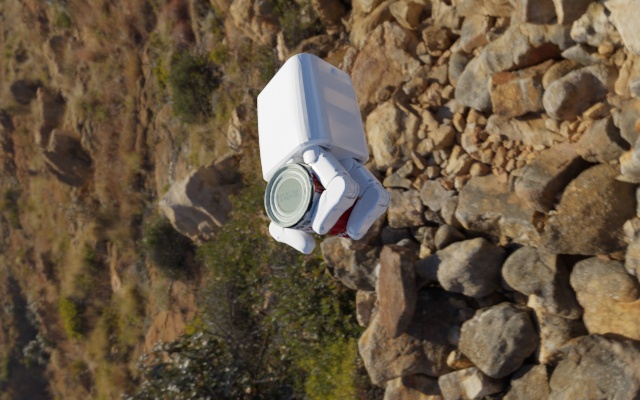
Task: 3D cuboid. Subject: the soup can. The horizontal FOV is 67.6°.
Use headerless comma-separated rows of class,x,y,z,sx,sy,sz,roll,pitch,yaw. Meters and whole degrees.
soup can,0.000,0.002,0.508,0.068,0.068,0.102,0,-9,41
